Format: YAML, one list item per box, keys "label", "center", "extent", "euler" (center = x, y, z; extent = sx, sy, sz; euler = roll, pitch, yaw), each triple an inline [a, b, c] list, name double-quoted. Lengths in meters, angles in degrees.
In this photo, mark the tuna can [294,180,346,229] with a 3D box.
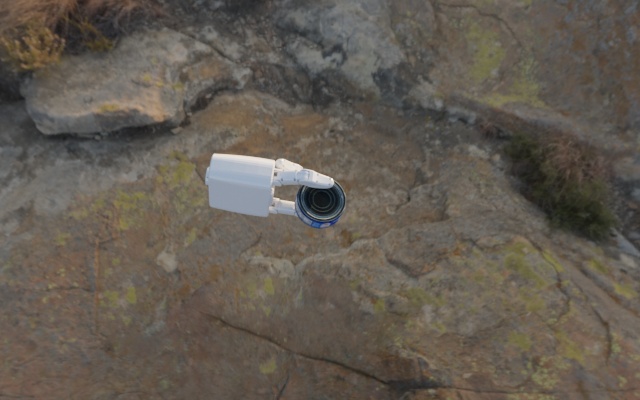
- label: "tuna can"
  center: [0.000, 0.002, 0.814]
  extent: [0.086, 0.086, 0.034]
  euler: [0, -21, -11]
